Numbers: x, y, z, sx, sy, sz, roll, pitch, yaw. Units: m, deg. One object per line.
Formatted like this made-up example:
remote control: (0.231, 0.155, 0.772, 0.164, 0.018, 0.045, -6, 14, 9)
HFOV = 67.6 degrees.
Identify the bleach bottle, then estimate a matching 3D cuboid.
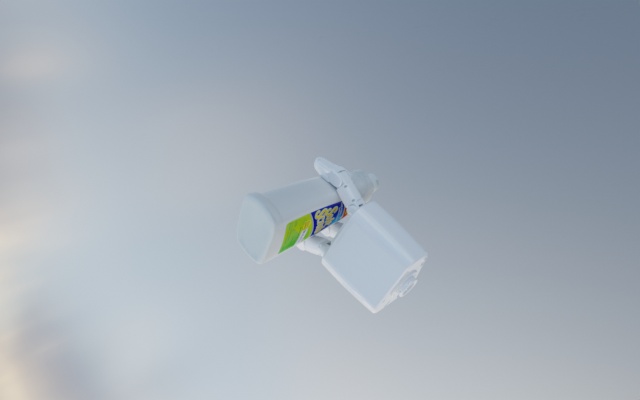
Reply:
bleach bottle: (0.000, 0.002, 0.698, 0.251, 0.103, 0.068, -24, 58, -40)
